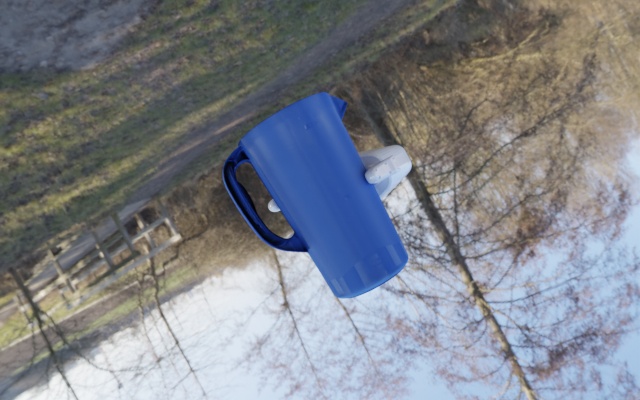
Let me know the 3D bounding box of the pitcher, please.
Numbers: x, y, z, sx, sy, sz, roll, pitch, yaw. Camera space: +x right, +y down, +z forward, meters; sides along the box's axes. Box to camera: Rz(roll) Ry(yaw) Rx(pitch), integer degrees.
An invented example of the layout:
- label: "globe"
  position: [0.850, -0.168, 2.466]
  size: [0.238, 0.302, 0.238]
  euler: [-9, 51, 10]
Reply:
- label: "pitcher"
  position: [0.000, 0.002, 0.607]
  size: [0.149, 0.243, 0.145]
  euler: [-29, 0, 32]
